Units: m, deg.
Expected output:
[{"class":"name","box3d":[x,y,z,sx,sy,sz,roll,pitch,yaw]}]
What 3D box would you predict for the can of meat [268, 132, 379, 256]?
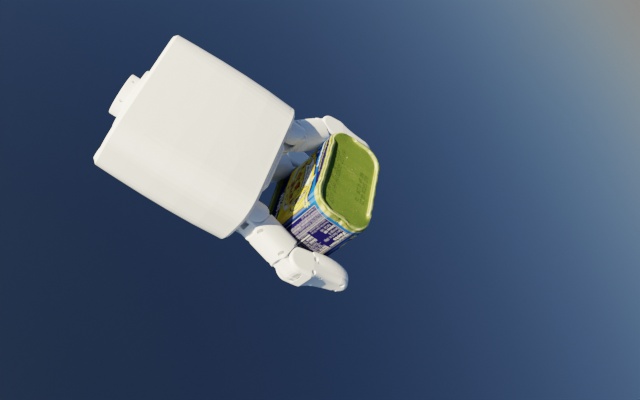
[{"class":"can of meat","box3d":[0.000,0.001,0.403,0.057,0.102,0.084,34,-47,-19]}]
